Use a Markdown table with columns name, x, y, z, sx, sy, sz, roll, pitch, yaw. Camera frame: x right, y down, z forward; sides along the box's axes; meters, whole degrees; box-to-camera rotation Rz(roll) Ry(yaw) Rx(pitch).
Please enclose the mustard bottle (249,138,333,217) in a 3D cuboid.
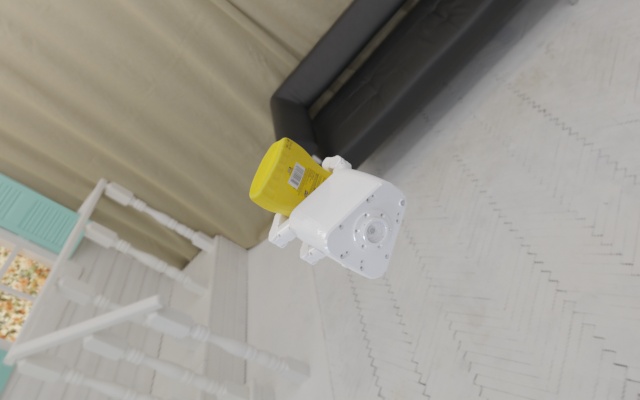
| name | x | y | z | sx | sy | sz | roll | pitch | yaw |
| --- | --- | --- | --- | --- | --- | --- | --- | --- | --- |
| mustard bottle | 0.000 | 0.002 | 0.667 | 0.192 | 0.096 | 0.058 | 33 | -29 | -25 |
